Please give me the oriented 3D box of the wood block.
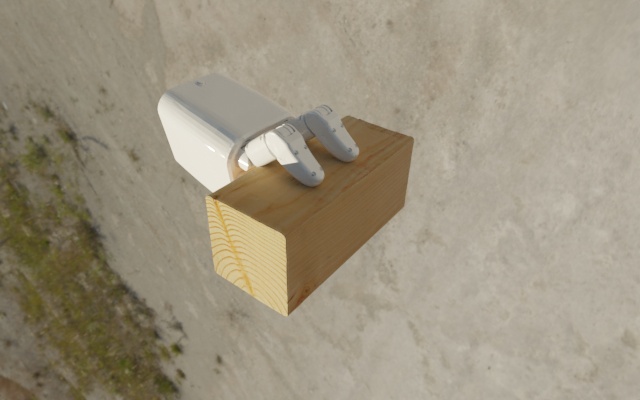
[{"bbox_3d":[0.000,0.002,0.465,0.090,0.091,0.206,25,41,28],"label":"wood block"}]
